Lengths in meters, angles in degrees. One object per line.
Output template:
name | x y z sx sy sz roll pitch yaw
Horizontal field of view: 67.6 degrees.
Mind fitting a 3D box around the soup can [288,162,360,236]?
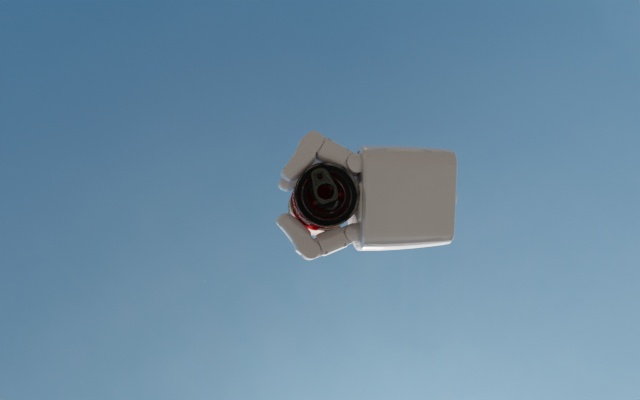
soup can | 0.000 0.002 0.535 0.068 0.068 0.102 0 -10 -8
